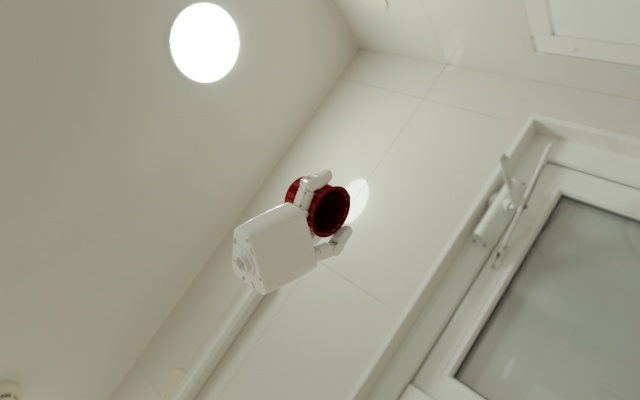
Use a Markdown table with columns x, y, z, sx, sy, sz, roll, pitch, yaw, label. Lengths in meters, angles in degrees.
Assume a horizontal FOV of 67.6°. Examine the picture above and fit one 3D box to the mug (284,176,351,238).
| x | y | z | sx | sy | sz | roll | pitch | yaw | label |
| --- | --- | --- | --- | --- | --- | --- | --- | --- | --- |
| 0.001 | 0.002 | 0.837 | 0.117 | 0.093 | 0.081 | -24 | 36 | -38 | mug |
